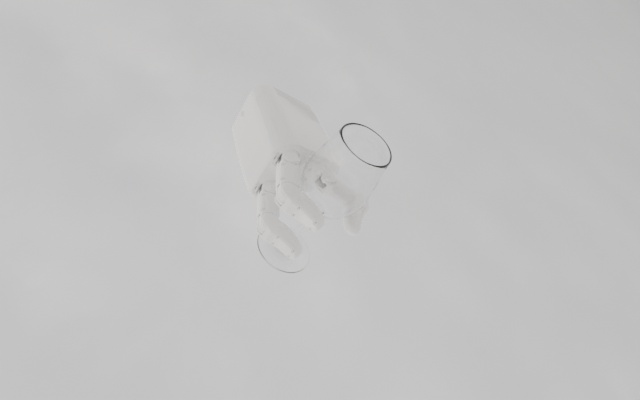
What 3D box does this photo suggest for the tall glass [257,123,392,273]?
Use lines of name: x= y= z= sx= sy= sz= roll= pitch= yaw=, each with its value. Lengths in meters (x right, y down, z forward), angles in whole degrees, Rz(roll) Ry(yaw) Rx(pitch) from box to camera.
tall glass: x=0.000 y=0.002 z=0.552 sx=0.079 sy=0.079 sz=0.201 roll=0 pitch=-36 yaw=-36
